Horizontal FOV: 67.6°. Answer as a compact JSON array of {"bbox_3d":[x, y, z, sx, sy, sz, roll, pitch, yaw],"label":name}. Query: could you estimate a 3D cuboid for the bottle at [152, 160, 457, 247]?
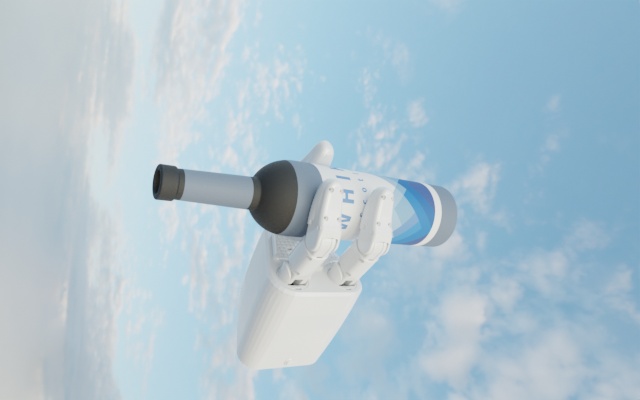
[{"bbox_3d":[0.000,0.001,0.437,0.296,0.069,0.069,7,-4,-33],"label":"bottle"}]
